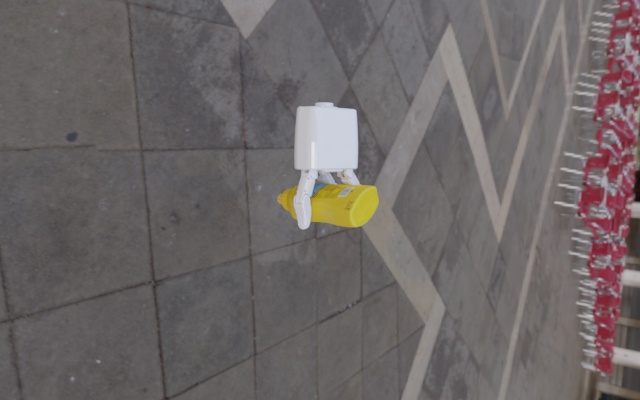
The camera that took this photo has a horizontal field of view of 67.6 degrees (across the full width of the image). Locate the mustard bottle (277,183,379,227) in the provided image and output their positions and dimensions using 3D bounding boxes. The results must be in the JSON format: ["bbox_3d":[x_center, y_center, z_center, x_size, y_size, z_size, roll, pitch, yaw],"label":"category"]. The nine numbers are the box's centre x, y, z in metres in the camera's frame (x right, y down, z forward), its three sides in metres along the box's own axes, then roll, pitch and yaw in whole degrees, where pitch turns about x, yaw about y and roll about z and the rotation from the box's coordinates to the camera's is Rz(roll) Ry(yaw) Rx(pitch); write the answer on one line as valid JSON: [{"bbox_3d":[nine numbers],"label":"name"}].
[{"bbox_3d":[0.000,0.003,0.856,0.191,0.058,0.096,5,33,35],"label":"mustard bottle"}]
